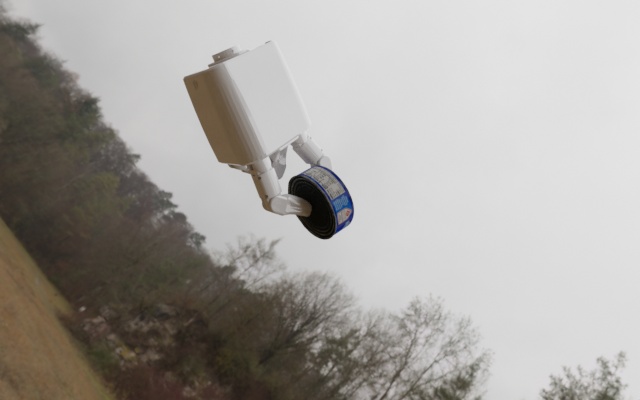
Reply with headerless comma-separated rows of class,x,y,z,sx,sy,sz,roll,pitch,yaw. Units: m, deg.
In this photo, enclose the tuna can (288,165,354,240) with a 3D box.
tuna can,0.001,0.002,0.574,0.033,0.086,0.086,-31,17,-30
